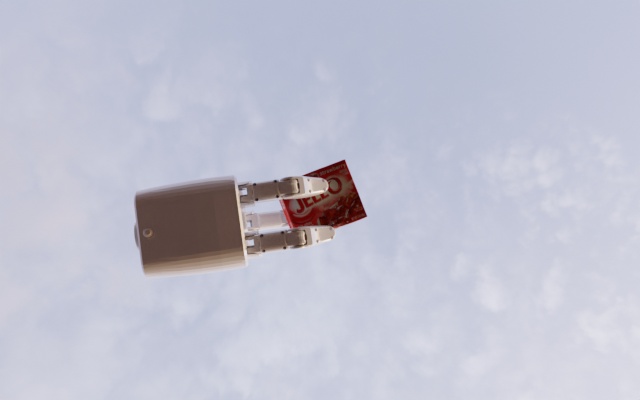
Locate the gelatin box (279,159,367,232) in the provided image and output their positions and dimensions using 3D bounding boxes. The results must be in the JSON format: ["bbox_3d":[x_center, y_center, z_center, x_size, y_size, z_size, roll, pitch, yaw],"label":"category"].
[{"bbox_3d":[0.000,0.002,0.557,0.089,0.073,0.030,-21,-2,-14],"label":"gelatin box"}]
